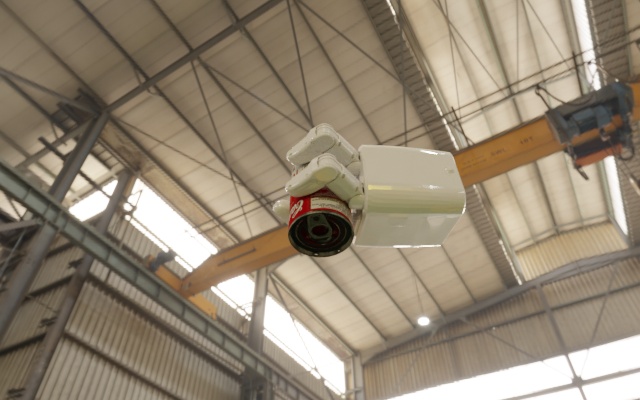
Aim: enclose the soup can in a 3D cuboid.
[{"bbox_3d":[0.000,0.002,0.524,0.068,0.069,0.102,0,43,-1],"label":"soup can"}]
